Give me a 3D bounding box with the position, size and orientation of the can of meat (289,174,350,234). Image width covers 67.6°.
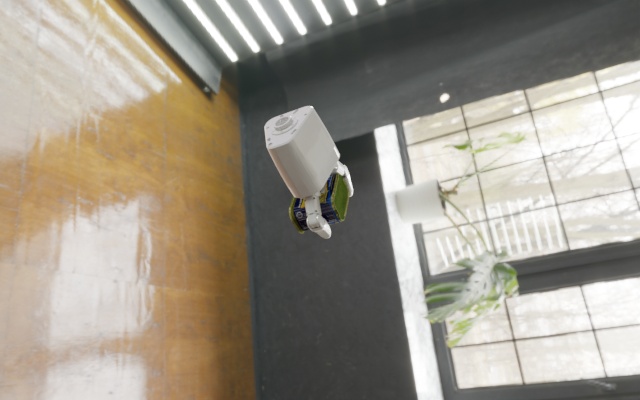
[{"bbox_3d":[0.000,0.003,0.843,0.084,0.057,0.102,-15,34,22],"label":"can of meat"}]
